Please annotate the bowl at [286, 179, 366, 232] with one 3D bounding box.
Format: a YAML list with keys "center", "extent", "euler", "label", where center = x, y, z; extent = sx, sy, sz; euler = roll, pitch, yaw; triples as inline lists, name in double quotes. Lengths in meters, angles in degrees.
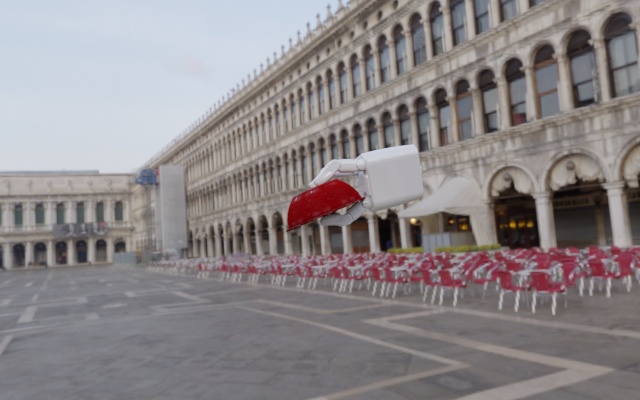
- center: [-0.001, 0.003, 0.886]
  extent: [0.162, 0.055, 0.162]
  euler: [-24, -2, -1]
  label: "bowl"
